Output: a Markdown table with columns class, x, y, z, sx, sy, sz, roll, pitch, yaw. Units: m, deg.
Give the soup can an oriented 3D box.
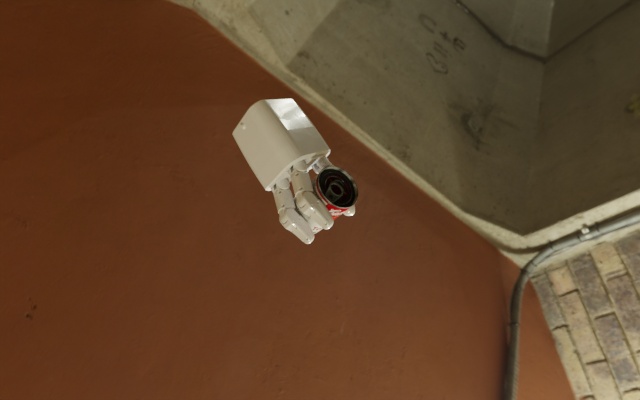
| class | x | y | z | sx | sy | sz | roll | pitch | yaw |
| --- | --- | --- | --- | --- | --- | --- | --- | --- | --- |
| soup can | 0.000 | 0.003 | 0.715 | 0.068 | 0.068 | 0.102 | 0 | -26 | -35 |
